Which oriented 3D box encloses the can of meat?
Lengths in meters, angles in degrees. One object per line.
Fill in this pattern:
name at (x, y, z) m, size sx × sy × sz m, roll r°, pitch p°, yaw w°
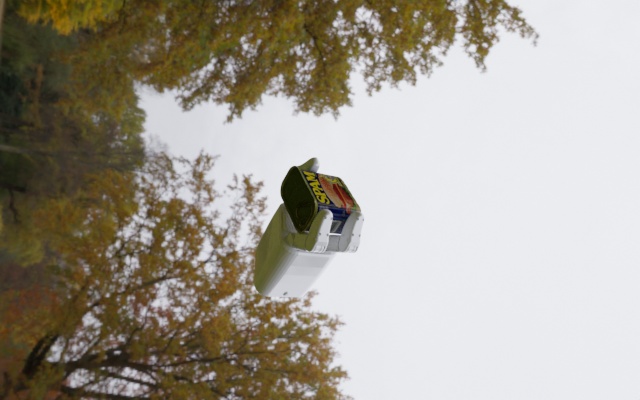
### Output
can of meat at (0.000, 0.002, 0.691) m, size 0.084 × 0.057 × 0.102 m, roll 9°, pitch 37°, yaw -34°
